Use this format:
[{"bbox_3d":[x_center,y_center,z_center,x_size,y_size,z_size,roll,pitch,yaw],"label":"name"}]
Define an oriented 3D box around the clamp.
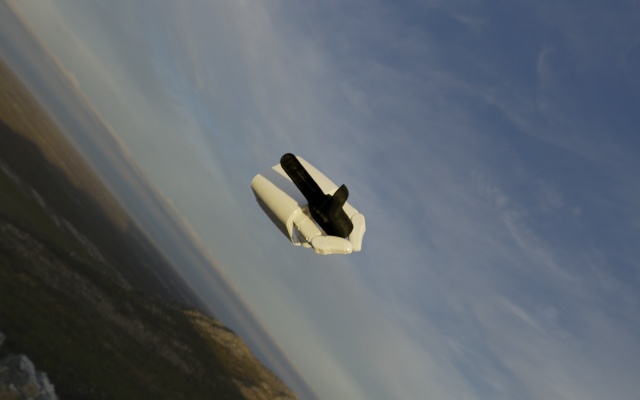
[{"bbox_3d":[0.001,0.002,0.689,0.120,0.039,0.172,42,-18,29],"label":"clamp"}]
